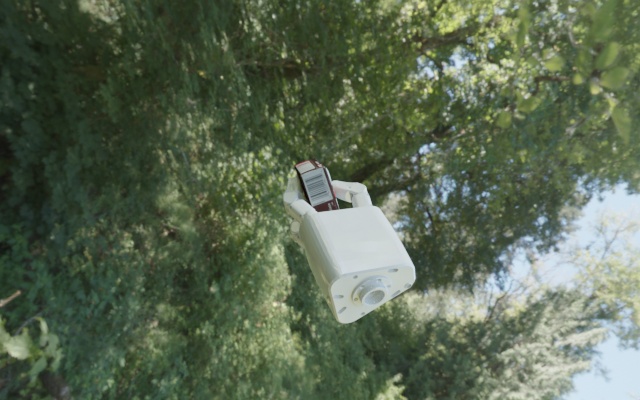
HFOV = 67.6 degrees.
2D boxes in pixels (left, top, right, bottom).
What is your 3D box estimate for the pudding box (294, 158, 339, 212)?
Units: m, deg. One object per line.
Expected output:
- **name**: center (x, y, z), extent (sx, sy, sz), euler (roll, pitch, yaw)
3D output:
- **pudding box**: center (0.000, 0.002, 0.677), extent (0.039, 0.113, 0.090), euler (-18, 14, -5)
